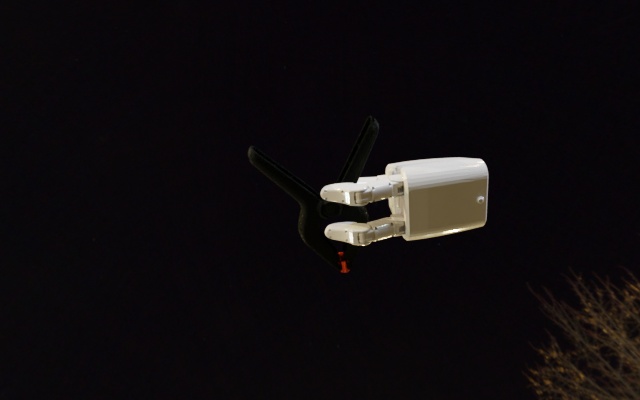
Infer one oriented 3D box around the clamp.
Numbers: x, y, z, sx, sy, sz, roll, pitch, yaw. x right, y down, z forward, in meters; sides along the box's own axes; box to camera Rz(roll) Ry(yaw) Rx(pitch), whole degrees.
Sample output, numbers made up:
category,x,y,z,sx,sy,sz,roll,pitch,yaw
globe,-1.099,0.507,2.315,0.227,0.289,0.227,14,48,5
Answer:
category,x,y,z,sx,sy,sz,roll,pitch,yaw
clamp,0.000,0.002,0.625,0.164,0.210,0.036,-7,24,-1
